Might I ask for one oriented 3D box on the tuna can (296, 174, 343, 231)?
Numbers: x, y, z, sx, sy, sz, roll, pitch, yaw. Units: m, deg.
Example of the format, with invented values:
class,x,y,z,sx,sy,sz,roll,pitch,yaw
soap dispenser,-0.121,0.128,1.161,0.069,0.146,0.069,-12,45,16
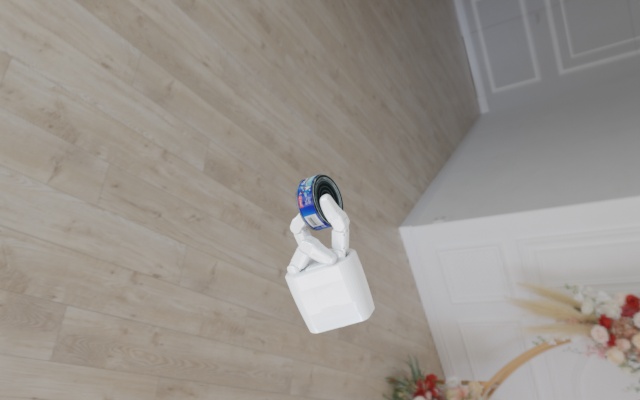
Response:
class,x,y,z,sx,sy,sz,roll,pitch,yaw
tuna can,0.001,0.002,0.753,0.034,0.086,0.086,-17,-9,33
